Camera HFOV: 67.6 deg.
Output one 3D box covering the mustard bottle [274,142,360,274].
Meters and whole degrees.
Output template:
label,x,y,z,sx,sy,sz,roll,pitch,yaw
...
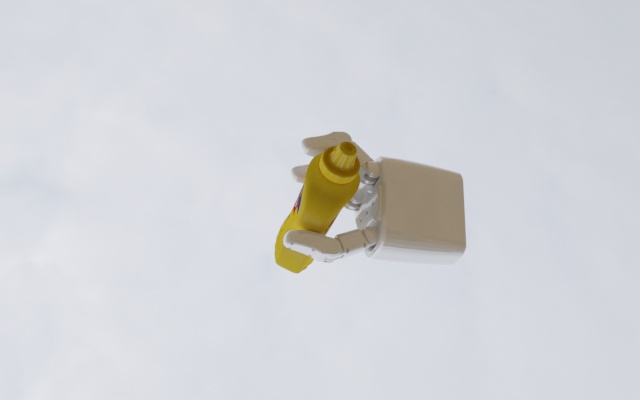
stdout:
label,x,y,z,sx,sy,sz,roll,pitch,yaw
mustard bottle,0.000,0.002,0.537,0.058,0.096,0.192,27,-38,-1
